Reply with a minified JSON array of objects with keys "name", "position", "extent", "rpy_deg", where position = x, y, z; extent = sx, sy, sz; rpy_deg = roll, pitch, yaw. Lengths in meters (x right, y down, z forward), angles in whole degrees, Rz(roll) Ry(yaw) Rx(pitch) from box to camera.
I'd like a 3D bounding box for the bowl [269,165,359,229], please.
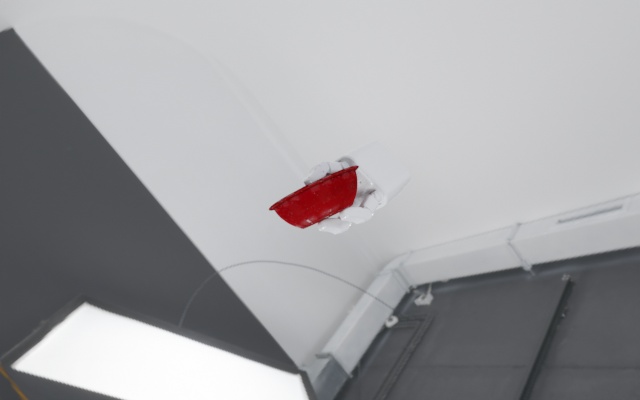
[{"name":"bowl","position":[-0.001,0.003,0.773],"extent":[0.162,0.055,0.162],"rpy_deg":[-25,-4,-2]}]
